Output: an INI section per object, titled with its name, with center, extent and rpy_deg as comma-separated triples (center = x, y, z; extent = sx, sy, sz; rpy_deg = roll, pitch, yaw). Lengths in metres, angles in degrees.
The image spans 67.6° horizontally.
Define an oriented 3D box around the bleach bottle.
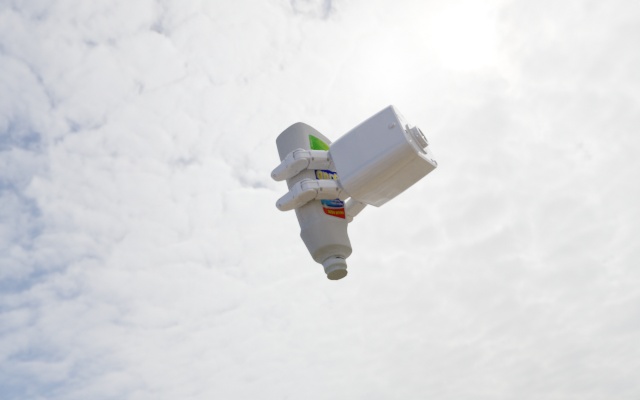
[bleach bottle]
center = 0.000, 0.002, 0.686
extent = 0.068, 0.250, 0.103
rpy_deg = -35, -41, 23
